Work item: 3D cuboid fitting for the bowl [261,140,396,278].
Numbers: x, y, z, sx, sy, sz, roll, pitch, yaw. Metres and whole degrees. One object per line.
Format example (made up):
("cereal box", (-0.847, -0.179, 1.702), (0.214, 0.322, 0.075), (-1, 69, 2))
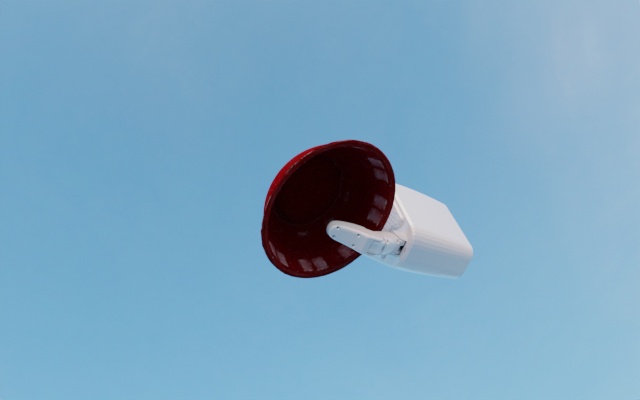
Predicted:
("bowl", (-0.001, 0.001, 0.508), (0.162, 0.162, 0.055), (0, 28, -35))
